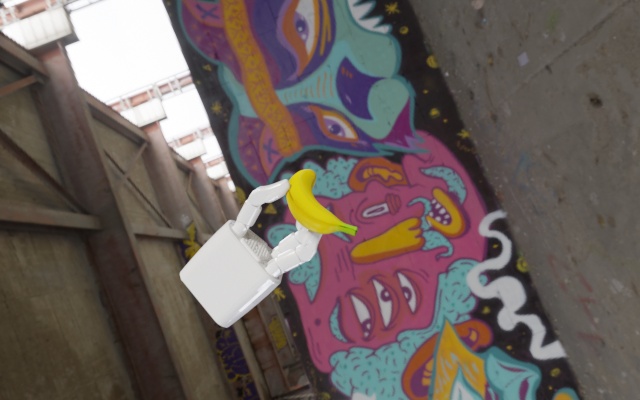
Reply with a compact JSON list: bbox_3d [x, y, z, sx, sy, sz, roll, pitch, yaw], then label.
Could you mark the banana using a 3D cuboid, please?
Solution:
[{"bbox_3d":[-0.015,-0.001,0.669,0.069,0.037,0.197,15,22,-25],"label":"banana"}]
